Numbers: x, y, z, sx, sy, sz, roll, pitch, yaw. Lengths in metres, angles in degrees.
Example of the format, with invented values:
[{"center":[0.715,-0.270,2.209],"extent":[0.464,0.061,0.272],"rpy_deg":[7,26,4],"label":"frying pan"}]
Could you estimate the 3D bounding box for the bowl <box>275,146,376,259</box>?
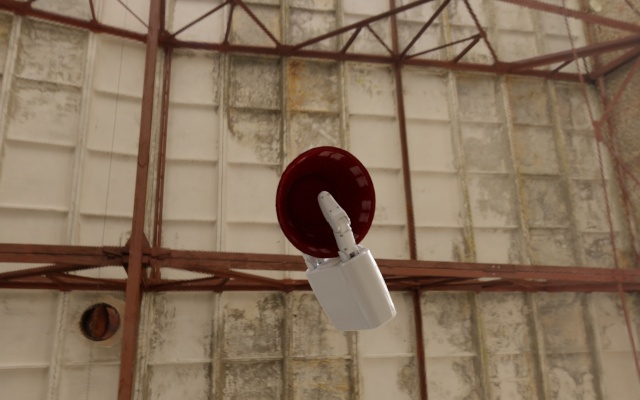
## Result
[{"center":[0.000,0.001,0.706],"extent":[0.162,0.162,0.055],"rpy_deg":[0,1,-26],"label":"bowl"}]
